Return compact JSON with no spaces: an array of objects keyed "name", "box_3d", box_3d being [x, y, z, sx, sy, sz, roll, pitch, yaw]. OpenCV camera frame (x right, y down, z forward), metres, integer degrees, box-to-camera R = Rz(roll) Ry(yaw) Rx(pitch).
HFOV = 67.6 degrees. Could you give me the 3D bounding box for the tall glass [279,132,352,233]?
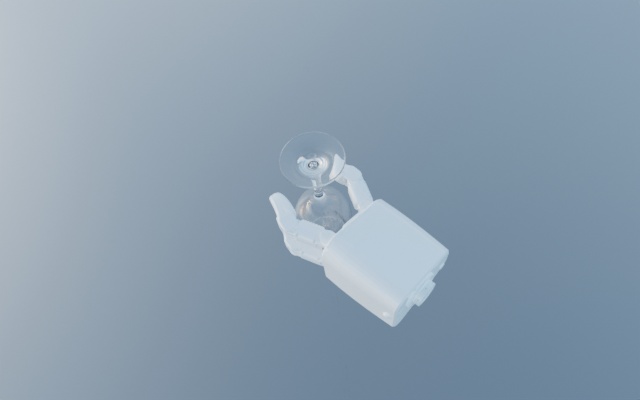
[{"name":"tall glass","box_3d":[0.000,0.002,0.614,0.079,0.079,0.201,0,-28,6]}]
